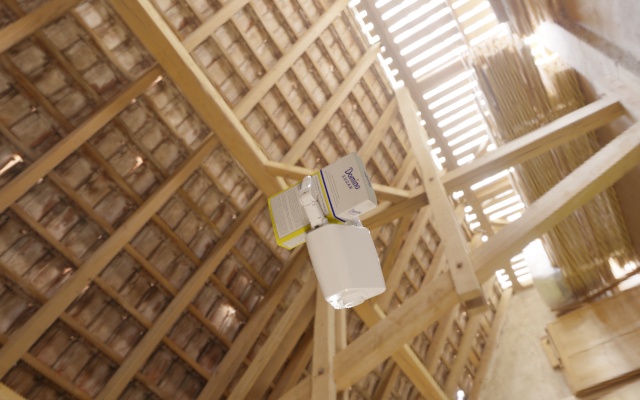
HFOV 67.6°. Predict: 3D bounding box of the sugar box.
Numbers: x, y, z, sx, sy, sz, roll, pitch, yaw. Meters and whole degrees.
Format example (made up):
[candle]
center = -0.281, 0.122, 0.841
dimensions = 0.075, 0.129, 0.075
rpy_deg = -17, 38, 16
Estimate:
[sugar box]
center = 0.000, 0.003, 0.787
dimensions = 0.176, 0.093, 0.048
rpy_deg = -25, -28, 19
